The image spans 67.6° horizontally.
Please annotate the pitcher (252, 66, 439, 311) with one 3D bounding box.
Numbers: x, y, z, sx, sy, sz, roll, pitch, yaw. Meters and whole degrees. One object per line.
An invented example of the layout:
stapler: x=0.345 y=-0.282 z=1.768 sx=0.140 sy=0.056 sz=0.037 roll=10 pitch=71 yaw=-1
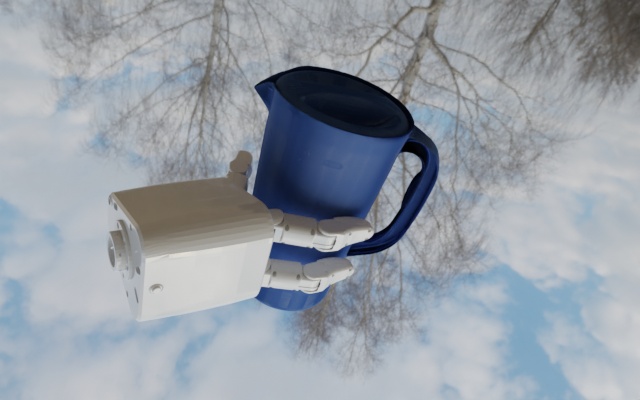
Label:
pitcher: x=0.000 y=0.002 z=0.491 sx=0.145 sy=0.243 sz=0.149 roll=-8 pitch=42 yaw=-34
